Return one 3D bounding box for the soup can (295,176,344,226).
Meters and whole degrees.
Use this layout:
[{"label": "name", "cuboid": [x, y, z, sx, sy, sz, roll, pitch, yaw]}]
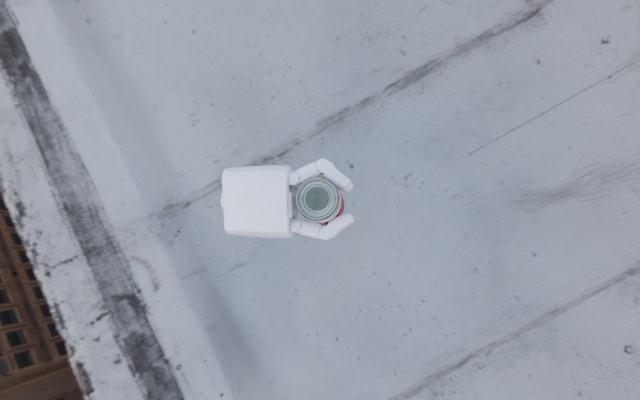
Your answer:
[{"label": "soup can", "cuboid": [0.001, 0.003, 0.753, 0.068, 0.068, 0.102, 0, -7, 7]}]
